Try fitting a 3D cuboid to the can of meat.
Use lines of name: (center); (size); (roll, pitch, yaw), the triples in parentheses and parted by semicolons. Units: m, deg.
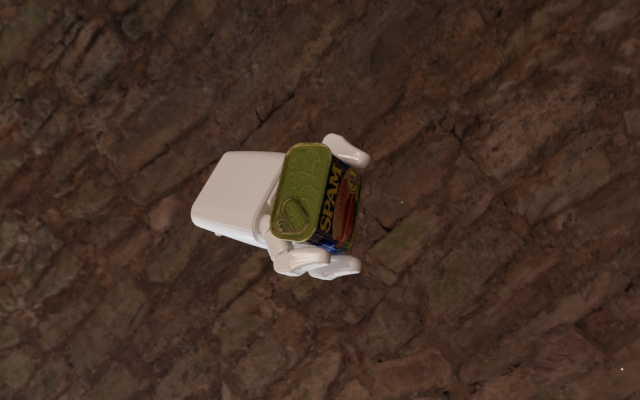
can of meat: (0.000, 0.002, 0.504); (0.057, 0.102, 0.084); (4, -14, 33)
